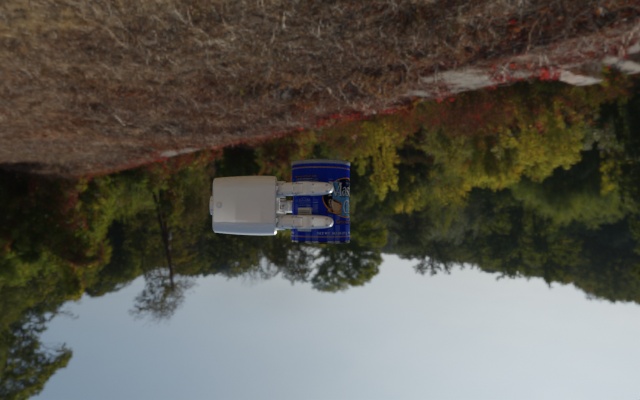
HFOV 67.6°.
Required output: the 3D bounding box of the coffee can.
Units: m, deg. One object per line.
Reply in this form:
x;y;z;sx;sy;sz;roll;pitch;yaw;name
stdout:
0.000;0.003;0.832;0.103;0.140;0.103;0;-2;0;coffee can
